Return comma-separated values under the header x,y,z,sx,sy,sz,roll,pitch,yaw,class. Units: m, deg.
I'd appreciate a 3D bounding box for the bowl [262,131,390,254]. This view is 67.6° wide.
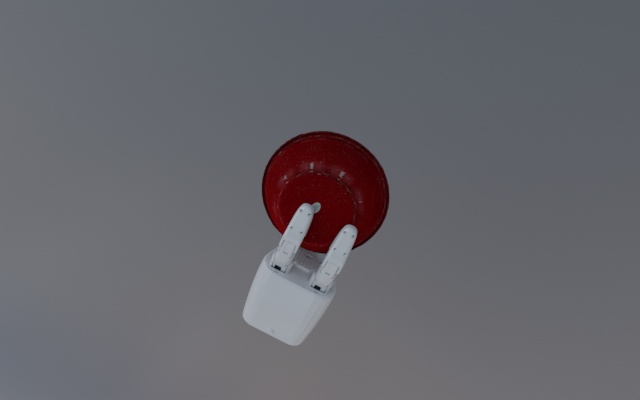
x,y,z,sx,sy,sz,roll,pitch,yaw,class
0.000,0.001,0.570,0.162,0.162,0.055,0,20,11,bowl
